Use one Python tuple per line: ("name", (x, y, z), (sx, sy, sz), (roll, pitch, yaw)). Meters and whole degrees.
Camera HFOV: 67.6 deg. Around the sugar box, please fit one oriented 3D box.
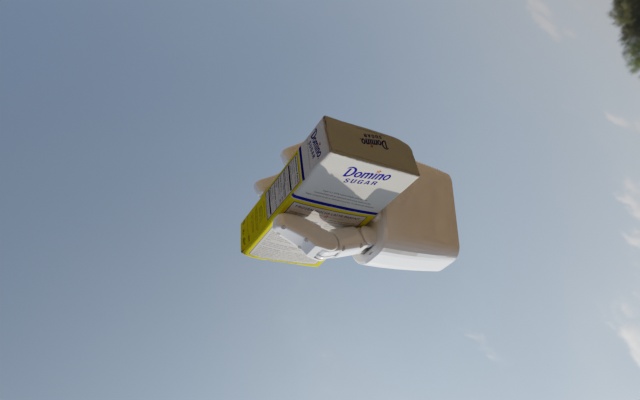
("sugar box", (0.000, 0.001, 0.450), (0.093, 0.048, 0.176), (13, -41, -29))
